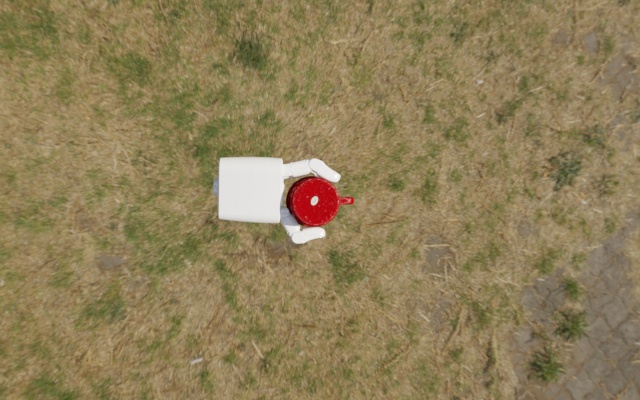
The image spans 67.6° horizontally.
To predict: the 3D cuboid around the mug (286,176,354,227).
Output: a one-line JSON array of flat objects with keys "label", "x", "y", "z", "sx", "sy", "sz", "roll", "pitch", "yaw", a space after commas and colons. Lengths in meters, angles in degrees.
[{"label": "mug", "x": 0.002, "y": 0.003, "z": 0.824, "sx": 0.117, "sy": 0.093, "sz": 0.081, "roll": 1, "pitch": 0, "yaw": -6}]
